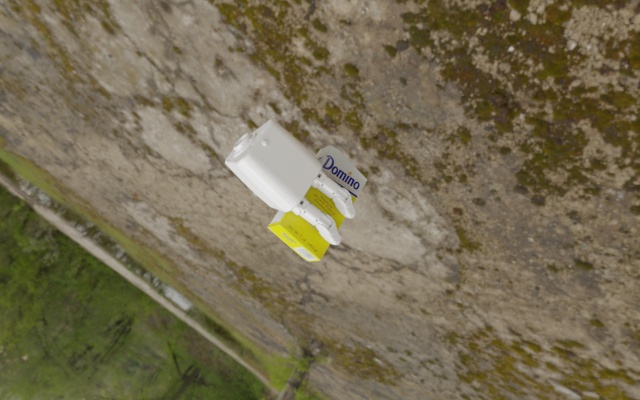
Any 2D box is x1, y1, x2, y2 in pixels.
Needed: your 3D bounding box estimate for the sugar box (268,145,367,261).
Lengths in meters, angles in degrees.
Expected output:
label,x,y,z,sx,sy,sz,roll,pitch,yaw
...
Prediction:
label,x,y,z,sx,sy,sz,roll,pitch,yaw
sugar box,0.000,0.002,0.777,0.093,0.176,0.048,43,-28,-21
